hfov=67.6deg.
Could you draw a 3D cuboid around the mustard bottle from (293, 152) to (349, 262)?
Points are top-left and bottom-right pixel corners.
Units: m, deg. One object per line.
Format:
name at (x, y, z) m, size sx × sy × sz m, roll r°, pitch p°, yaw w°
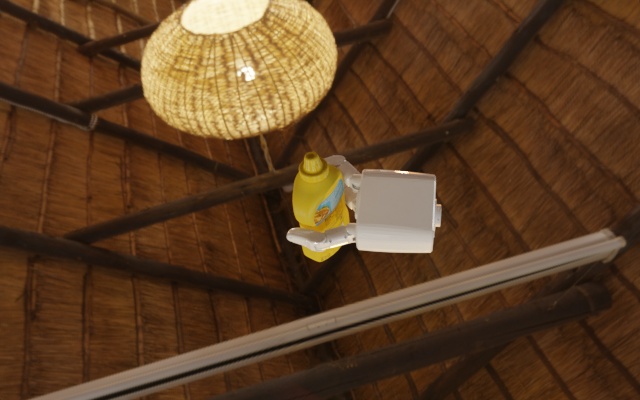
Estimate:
mustard bottle at (0.000, 0.002, 0.709) m, size 0.058 × 0.096 × 0.192 m, roll 24°, pitch -33°, yaw 26°
